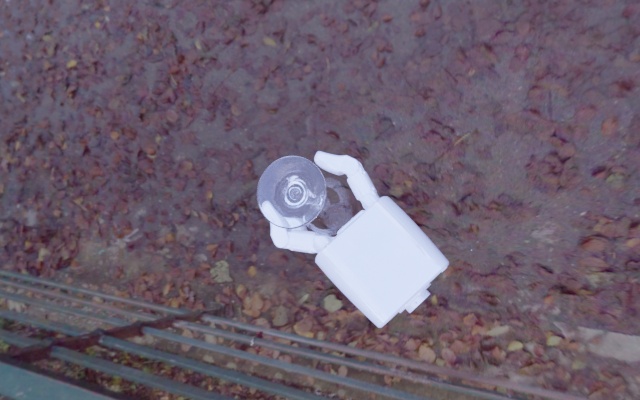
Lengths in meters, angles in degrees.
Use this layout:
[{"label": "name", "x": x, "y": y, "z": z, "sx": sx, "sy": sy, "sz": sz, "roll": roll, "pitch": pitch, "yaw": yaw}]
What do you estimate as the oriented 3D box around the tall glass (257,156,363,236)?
[{"label": "tall glass", "x": 0.000, "y": 0.002, "z": 0.573, "sx": 0.079, "sy": 0.079, "sz": 0.201, "roll": 0, "pitch": -6, "yaw": 17}]
